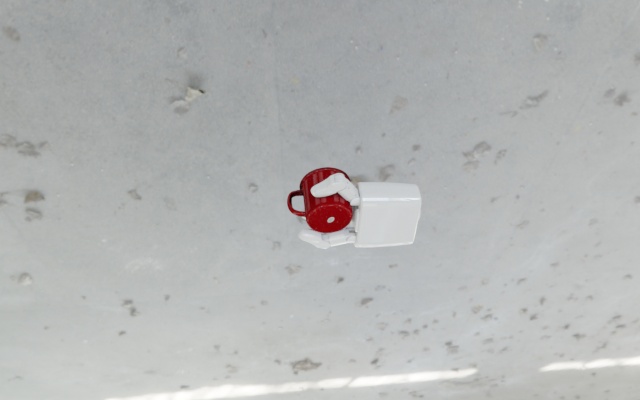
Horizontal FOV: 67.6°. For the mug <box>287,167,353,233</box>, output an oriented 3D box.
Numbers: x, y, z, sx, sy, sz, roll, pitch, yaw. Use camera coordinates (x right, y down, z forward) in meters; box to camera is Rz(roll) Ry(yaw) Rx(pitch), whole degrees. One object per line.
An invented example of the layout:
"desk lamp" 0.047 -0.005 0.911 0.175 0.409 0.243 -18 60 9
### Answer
"mug" -0.001 0.003 0.834 0.117 0.081 0.093 -1 -41 -7
